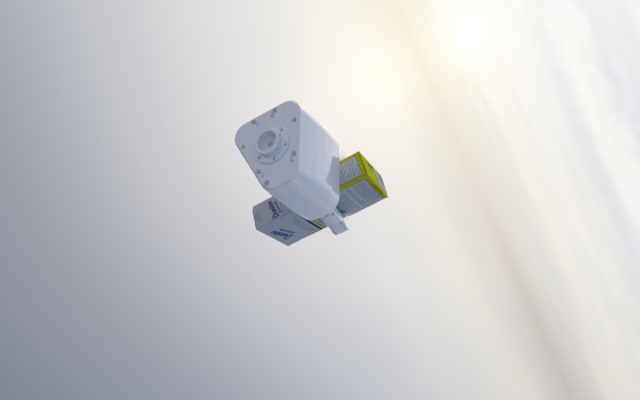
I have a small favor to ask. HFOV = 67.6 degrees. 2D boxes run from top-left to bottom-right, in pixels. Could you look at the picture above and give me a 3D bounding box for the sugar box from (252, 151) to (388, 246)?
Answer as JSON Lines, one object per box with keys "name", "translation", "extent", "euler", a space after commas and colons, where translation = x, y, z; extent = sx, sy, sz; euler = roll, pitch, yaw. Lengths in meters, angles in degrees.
{"name": "sugar box", "translation": [0.000, 0.002, 0.681], "extent": [0.176, 0.048, 0.093], "euler": [-24, -29, 17]}
